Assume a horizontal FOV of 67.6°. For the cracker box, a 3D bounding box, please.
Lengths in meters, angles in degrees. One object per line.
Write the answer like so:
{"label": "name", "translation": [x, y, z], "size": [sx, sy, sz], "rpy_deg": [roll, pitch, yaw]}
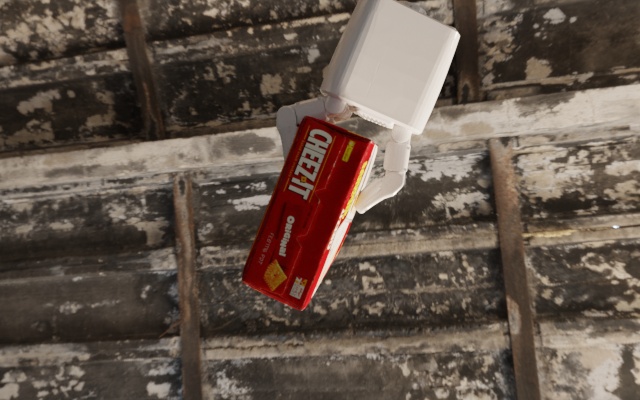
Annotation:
{"label": "cracker box", "translation": [0.000, 0.002, 0.516], "size": [0.072, 0.164, 0.213], "rpy_deg": [22, 8, 7]}
